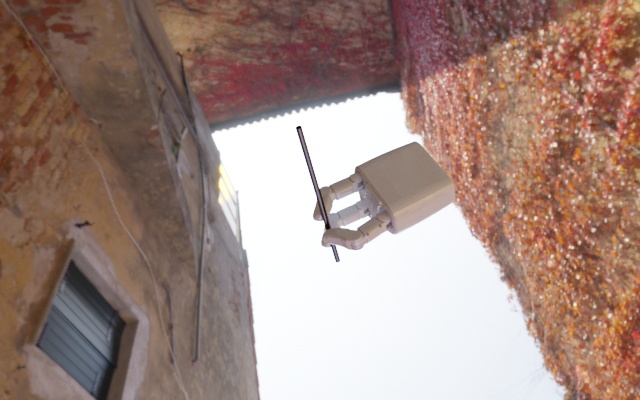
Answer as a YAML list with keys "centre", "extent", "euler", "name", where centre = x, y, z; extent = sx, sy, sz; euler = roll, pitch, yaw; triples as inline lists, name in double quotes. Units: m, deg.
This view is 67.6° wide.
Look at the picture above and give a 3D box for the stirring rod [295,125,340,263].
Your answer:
- centre: [0.000, 0.002, 0.641]
  extent: [0.011, 0.240, 0.011]
  euler: [-9, 40, 8]
  name: "stirring rod"
